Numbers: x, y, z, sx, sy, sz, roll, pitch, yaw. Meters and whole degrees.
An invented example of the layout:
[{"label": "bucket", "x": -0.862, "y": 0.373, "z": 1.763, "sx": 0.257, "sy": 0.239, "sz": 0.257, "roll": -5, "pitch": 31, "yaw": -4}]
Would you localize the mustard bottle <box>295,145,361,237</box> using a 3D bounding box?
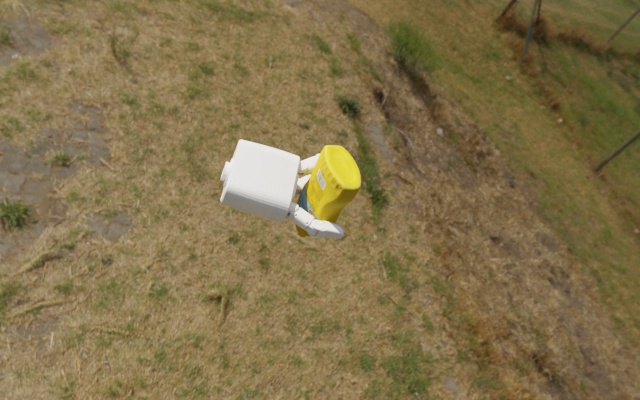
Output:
[{"label": "mustard bottle", "x": 0.001, "y": 0.003, "z": 0.818, "sx": 0.058, "sy": 0.096, "sz": 0.192, "roll": -3, "pitch": -37, "yaw": -30}]
